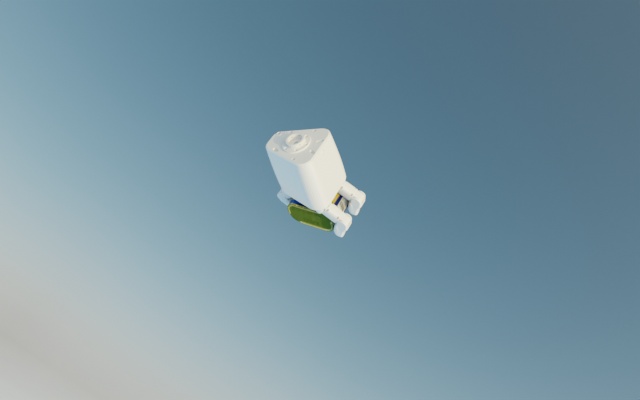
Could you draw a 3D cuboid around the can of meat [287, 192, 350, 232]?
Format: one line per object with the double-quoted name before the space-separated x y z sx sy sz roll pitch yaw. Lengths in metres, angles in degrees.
"can of meat" 0.000 0.003 0.891 0.102 0.084 0.057 15 -36 27
